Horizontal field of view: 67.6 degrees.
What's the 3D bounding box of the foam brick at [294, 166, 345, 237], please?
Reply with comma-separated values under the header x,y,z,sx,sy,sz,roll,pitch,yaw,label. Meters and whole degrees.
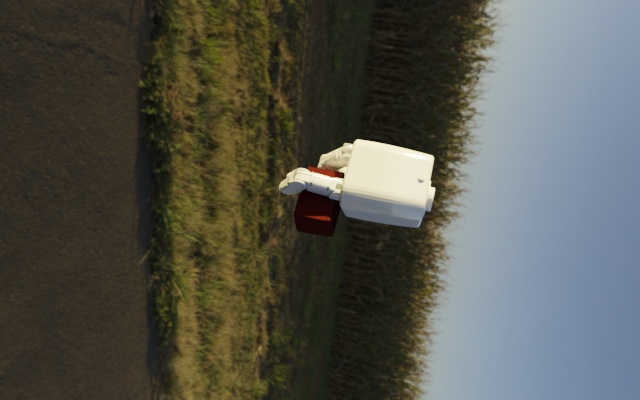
x,y,z,sx,sy,sz,roll,pitch,yaw,label
0.000,0.002,0.644,0.051,0.078,0.053,12,-25,10,foam brick
